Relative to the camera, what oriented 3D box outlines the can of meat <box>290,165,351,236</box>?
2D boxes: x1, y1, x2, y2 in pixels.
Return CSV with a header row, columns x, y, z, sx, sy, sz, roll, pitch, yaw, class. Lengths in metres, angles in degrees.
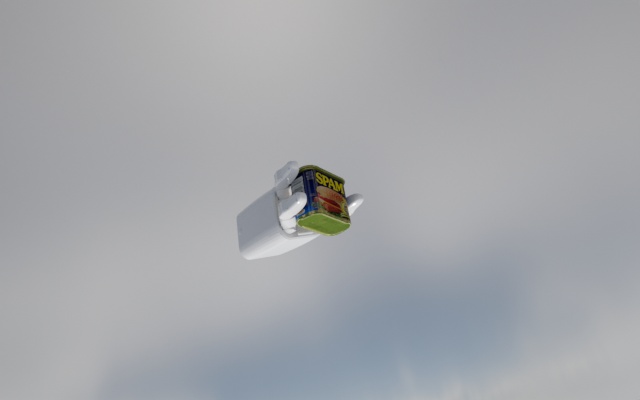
x,y,z,sx,sy,sz,roll,pitch,yaw,class
0.000,0.003,0.755,0.057,0.084,0.102,-28,-32,32,can of meat
